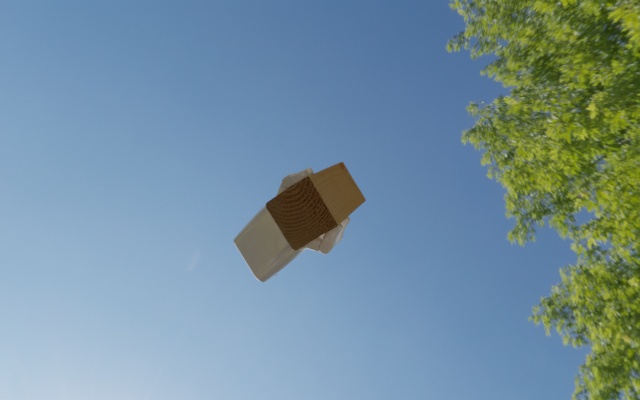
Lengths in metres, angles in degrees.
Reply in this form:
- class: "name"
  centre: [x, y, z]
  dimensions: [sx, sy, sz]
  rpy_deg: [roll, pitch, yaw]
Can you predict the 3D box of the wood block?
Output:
- class: "wood block"
  centre: [0.000, 0.003, 0.829]
  dimensions: [0.090, 0.091, 0.206]
  rpy_deg: [-32, 0, 20]
